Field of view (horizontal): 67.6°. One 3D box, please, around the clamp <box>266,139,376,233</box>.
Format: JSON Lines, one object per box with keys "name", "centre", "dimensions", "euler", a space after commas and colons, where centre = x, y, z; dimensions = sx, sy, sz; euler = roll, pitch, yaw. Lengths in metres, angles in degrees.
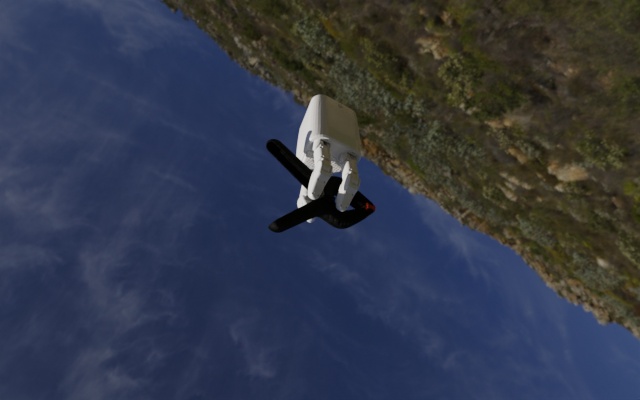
{"name": "clamp", "centre": [0.000, 0.003, 0.767], "dimensions": [0.210, 0.164, 0.036], "euler": [22, -39, -27]}
